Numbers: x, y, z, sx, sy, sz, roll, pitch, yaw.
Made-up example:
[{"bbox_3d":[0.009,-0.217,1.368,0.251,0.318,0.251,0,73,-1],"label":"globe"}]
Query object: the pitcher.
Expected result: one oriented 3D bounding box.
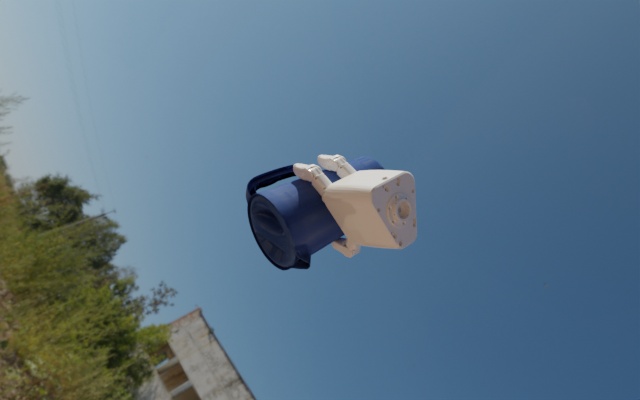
[{"bbox_3d":[0.000,0.003,0.825,0.243,0.149,0.145,-25,15,-32],"label":"pitcher"}]
